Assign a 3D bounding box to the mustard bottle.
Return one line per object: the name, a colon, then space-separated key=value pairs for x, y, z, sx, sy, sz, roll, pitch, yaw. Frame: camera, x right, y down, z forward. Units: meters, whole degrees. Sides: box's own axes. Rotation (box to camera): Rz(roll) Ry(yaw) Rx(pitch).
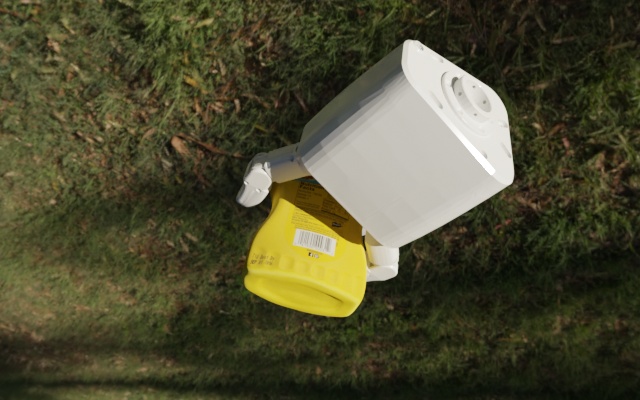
mustard bottle: x=0.000 y=0.002 z=0.426 sx=0.096 sy=0.191 sz=0.058 roll=16 pitch=-39 yaw=-4
